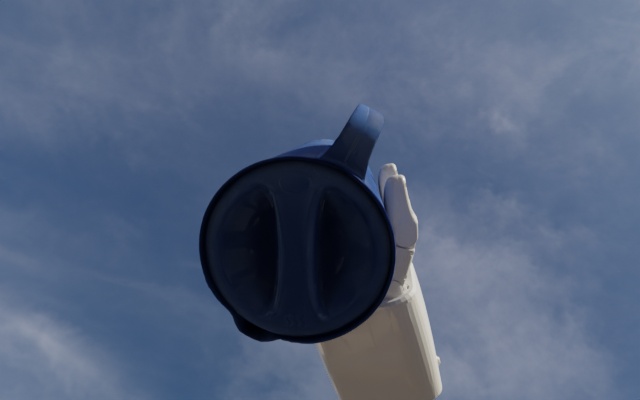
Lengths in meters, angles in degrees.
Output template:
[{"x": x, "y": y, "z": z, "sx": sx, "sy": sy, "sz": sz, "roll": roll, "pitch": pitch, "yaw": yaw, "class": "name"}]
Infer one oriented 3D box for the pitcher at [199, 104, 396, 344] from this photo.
[{"x": 0.000, "y": 0.002, "z": 0.426, "sx": 0.149, "sy": 0.145, "sz": 0.242, "roll": -17, "pitch": 11, "yaw": 10, "class": "pitcher"}]
